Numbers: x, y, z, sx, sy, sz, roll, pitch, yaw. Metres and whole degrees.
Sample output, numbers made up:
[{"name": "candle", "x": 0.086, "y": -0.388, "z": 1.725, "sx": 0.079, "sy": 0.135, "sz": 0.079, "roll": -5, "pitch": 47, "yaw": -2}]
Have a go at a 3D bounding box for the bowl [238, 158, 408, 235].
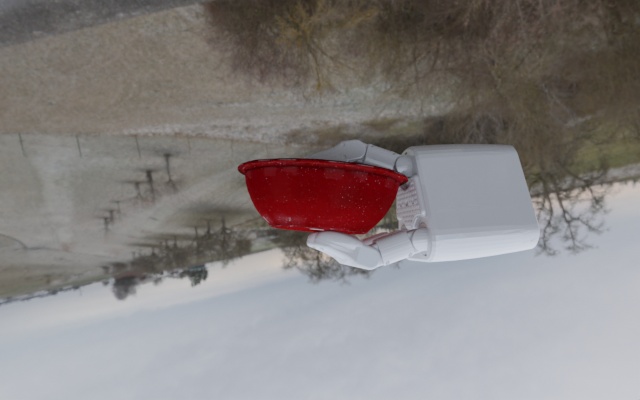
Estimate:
[{"name": "bowl", "x": -0.001, "y": 0.002, "z": 0.454, "sx": 0.162, "sy": 0.055, "sz": 0.162, "roll": 4, "pitch": -6, "yaw": 0}]
